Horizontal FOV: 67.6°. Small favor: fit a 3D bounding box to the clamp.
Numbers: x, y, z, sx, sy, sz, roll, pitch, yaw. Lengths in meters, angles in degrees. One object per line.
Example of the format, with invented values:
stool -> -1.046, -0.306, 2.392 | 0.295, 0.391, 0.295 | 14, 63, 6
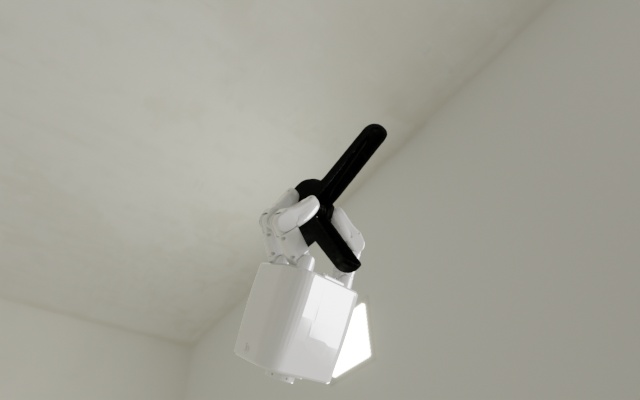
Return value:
clamp -> 0.000, 0.002, 0.559 | 0.036, 0.164, 0.210 | 26, -18, -26
